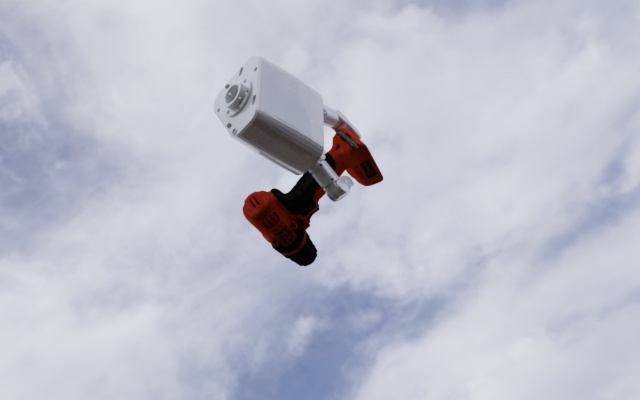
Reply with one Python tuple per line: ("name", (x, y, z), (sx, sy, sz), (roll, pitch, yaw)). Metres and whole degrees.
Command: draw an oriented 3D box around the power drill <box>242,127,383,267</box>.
("power drill", (0.000, 0.002, 0.677), (0.057, 0.187, 0.184), (44, -5, 35))
